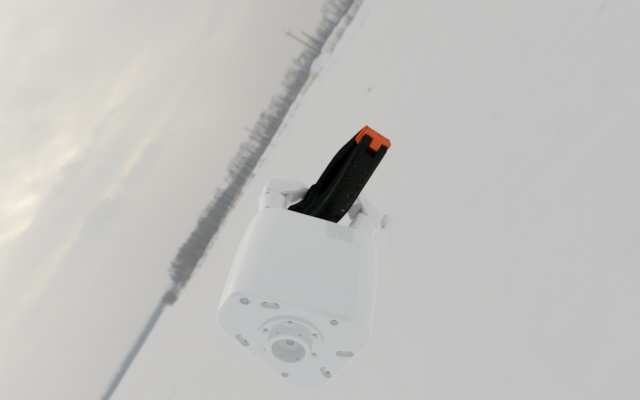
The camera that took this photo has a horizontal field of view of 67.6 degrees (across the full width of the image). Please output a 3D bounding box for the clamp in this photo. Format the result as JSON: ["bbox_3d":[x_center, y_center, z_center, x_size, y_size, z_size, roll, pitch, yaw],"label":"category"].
[{"bbox_3d":[0.000,0.001,0.498,0.036,0.210,0.164,30,31,-12],"label":"clamp"}]
